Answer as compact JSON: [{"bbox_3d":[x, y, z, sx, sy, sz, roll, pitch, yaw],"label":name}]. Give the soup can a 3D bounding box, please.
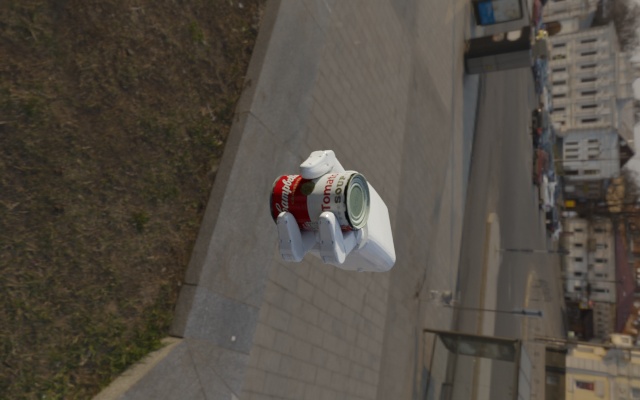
[{"bbox_3d":[0.000,0.002,0.567,0.102,0.068,0.068,-1,0,29],"label":"soup can"}]
